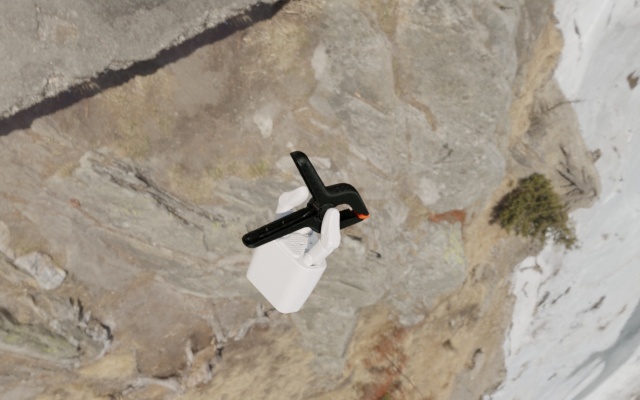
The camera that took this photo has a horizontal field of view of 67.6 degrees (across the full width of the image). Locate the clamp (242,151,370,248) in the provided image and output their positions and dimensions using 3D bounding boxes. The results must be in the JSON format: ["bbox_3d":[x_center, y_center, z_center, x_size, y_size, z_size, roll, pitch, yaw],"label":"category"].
[{"bbox_3d":[0.001,0.003,0.711,0.210,0.165,0.036,1,39,-39],"label":"clamp"}]
